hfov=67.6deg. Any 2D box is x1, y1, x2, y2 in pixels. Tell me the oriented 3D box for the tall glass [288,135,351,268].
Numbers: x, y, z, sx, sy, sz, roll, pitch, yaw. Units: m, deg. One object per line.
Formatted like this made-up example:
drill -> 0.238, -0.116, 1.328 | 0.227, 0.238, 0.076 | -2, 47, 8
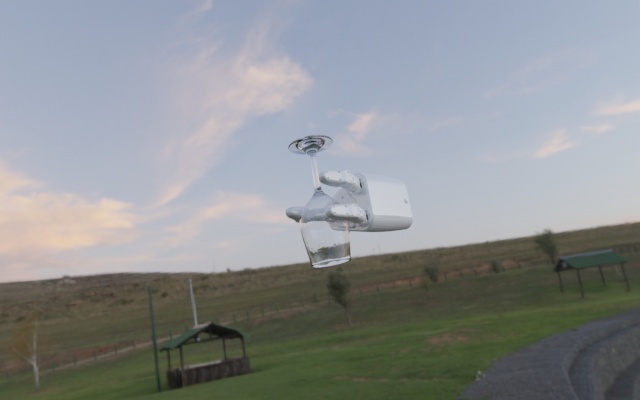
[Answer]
tall glass -> 0.000, 0.002, 0.760 | 0.079, 0.201, 0.079 | -9, -15, -2
